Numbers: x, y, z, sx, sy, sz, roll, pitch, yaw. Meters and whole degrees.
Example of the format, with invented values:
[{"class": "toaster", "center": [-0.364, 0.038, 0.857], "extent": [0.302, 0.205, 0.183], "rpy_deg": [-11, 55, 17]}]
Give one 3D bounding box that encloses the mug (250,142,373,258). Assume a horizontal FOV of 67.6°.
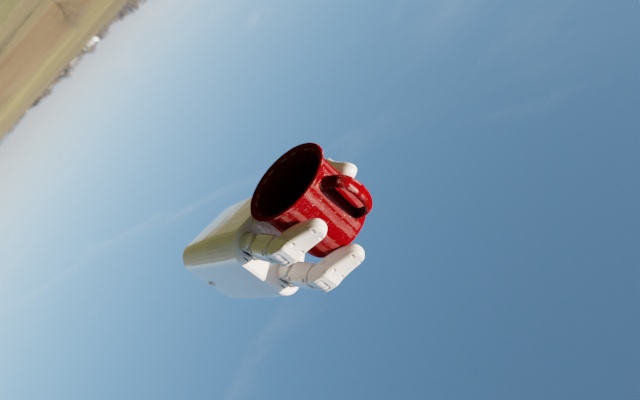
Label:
[{"class": "mug", "center": [0.001, 0.001, 0.465], "extent": [0.117, 0.093, 0.081], "rpy_deg": [-14, -45, 43]}]
